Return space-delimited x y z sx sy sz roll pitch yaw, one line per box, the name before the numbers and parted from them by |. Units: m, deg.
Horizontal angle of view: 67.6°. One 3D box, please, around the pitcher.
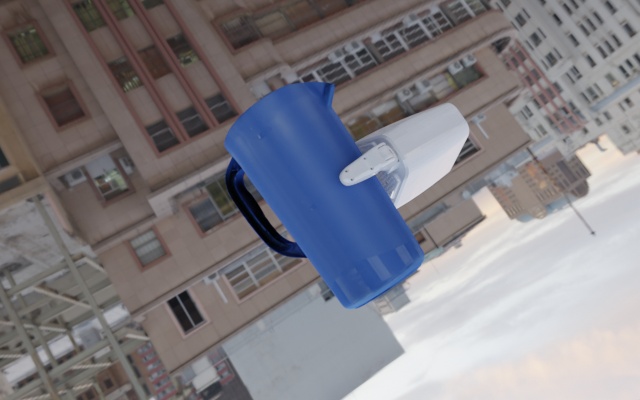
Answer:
pitcher | 0.000 0.002 0.550 0.145 0.243 0.149 -30 -9 -21
